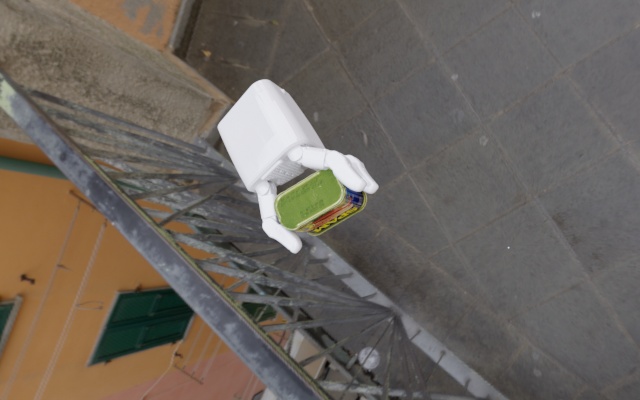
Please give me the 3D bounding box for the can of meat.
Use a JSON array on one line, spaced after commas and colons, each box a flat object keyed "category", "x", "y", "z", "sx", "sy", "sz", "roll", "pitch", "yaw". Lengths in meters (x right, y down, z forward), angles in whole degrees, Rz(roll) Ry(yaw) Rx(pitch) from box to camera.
[{"category": "can of meat", "x": 0.000, "y": 0.002, "z": 0.625, "sx": 0.102, "sy": 0.057, "sz": 0.084, "roll": -31, "pitch": -16, "yaw": 16}]
